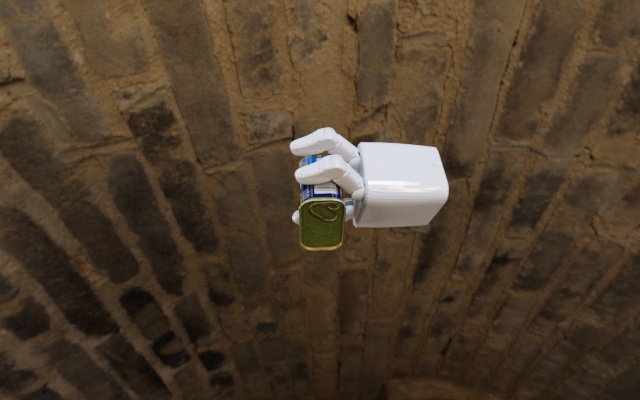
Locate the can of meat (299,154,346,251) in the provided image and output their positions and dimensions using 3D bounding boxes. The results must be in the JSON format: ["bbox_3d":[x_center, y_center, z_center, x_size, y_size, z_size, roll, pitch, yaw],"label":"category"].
[{"bbox_3d":[0.000,0.002,0.623,0.057,0.083,0.102,-2,-41,-2],"label":"can of meat"}]
